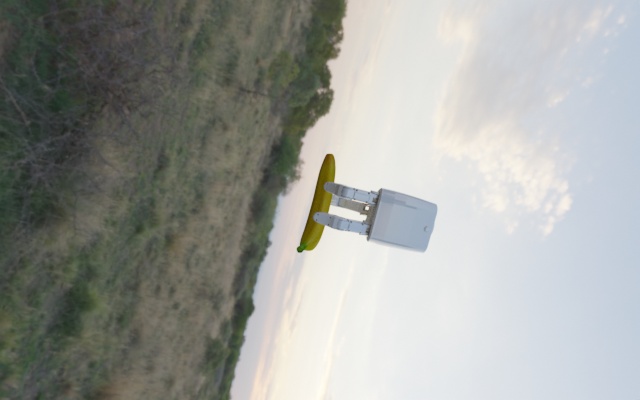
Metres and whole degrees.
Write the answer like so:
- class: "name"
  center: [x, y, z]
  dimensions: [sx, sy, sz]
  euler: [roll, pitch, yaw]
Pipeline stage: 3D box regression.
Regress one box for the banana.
- class: "banana"
  center: [-0.001, 0.012, 0.877]
  dimensions: [0.037, 0.197, 0.070]
  euler: [14, -19, 3]
